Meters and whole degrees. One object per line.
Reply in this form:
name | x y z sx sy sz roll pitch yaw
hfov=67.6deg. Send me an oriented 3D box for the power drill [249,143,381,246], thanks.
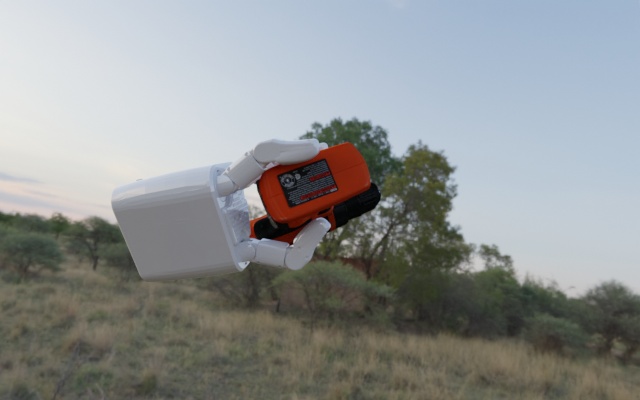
power drill | 0.000 0.002 0.538 0.184 0.057 0.188 -22 -14 -12
